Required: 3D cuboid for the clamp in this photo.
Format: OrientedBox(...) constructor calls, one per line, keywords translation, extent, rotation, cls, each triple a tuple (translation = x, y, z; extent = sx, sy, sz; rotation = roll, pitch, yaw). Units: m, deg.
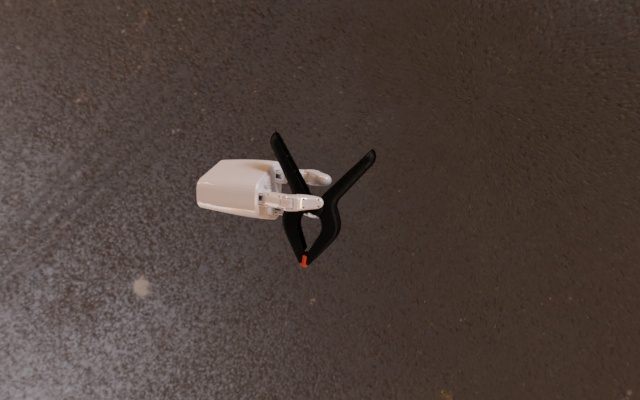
OrientedBox(translation=(0.000, 0.003, 0.741), extent=(0.164, 0.210, 0.036), rotation=(5, 13, 14), cls="clamp")
